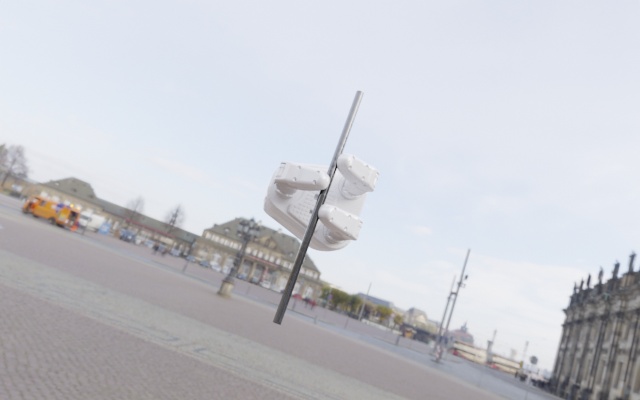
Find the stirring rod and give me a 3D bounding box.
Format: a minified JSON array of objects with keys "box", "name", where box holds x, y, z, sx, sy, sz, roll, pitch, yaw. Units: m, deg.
[{"box":[0.000,0.002,0.460,0.011,0.239,0.011,19,-11,4],"name":"stirring rod"}]
